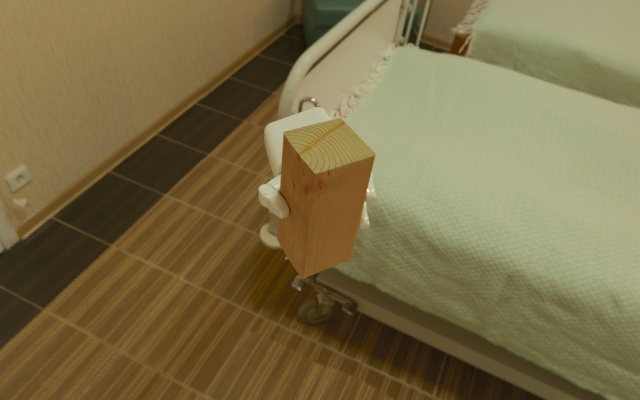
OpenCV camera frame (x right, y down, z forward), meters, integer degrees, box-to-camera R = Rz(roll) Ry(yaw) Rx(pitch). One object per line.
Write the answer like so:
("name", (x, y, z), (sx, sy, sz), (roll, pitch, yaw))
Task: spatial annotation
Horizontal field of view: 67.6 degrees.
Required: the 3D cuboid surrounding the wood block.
("wood block", (0.000, 0.002, 0.669), (0.091, 0.206, 0.090), (-18, 50, -24))
